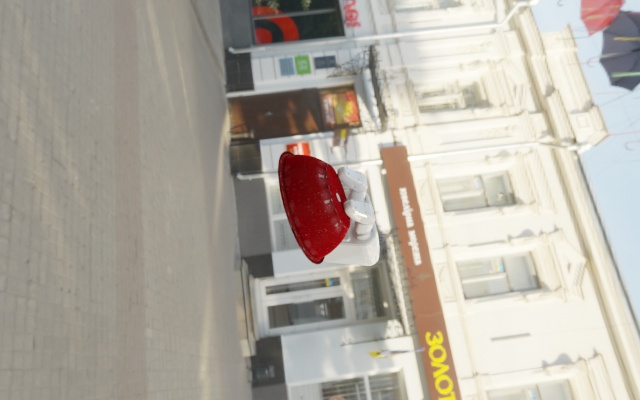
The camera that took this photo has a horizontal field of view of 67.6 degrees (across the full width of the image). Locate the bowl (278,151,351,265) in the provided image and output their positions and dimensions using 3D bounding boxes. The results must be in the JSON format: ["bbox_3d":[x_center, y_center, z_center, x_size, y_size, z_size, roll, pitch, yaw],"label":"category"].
[{"bbox_3d":[0.000,0.002,0.648,0.055,0.162,0.162,-17,-4,14],"label":"bowl"}]
